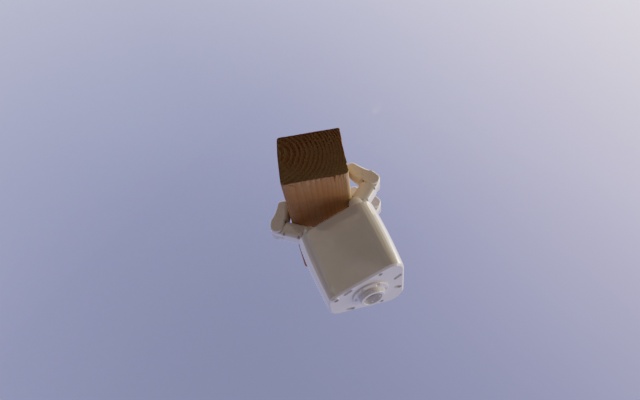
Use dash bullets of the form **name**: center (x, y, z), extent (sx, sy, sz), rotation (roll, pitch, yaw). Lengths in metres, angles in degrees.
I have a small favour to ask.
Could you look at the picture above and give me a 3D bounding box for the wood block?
- **wood block**: center (0.000, 0.003, 0.710), extent (0.091, 0.090, 0.206), rotation (-10, -39, 1)
